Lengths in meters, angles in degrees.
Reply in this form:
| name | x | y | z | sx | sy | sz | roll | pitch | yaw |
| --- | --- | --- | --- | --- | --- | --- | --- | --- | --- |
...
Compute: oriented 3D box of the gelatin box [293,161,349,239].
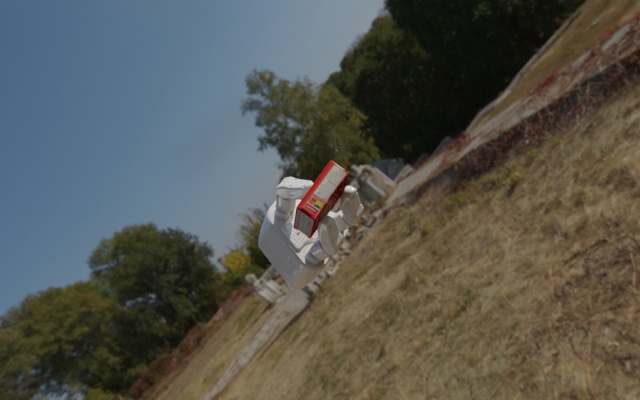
| name | x | y | z | sx | sy | sz | roll | pitch | yaw |
| --- | --- | --- | --- | --- | --- | --- | --- | --- | --- |
| gelatin box | 0.000 | 0.002 | 0.589 | 0.030 | 0.073 | 0.089 | 34 | -19 | 7 |
